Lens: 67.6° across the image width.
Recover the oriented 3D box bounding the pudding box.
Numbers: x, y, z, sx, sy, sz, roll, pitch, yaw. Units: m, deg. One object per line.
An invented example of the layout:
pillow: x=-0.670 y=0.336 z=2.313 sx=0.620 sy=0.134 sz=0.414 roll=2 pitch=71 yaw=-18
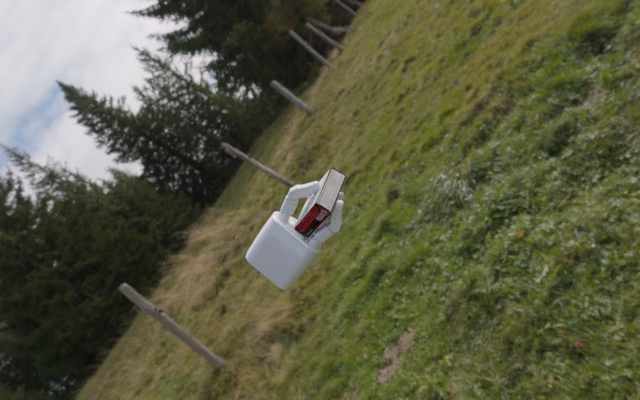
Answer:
pudding box: x=0.000 y=0.003 z=0.898 sx=0.039 sy=0.113 sz=0.090 roll=32 pitch=-46 yaw=-10
